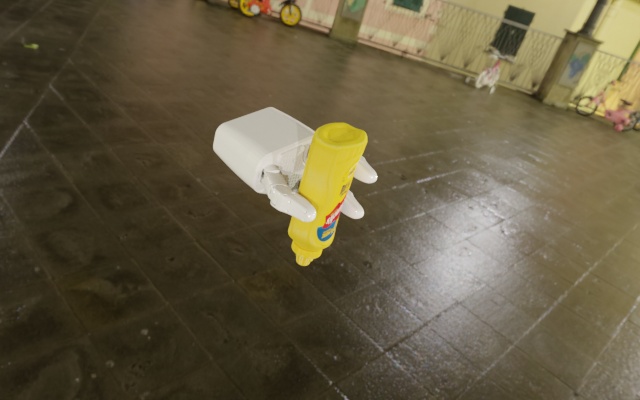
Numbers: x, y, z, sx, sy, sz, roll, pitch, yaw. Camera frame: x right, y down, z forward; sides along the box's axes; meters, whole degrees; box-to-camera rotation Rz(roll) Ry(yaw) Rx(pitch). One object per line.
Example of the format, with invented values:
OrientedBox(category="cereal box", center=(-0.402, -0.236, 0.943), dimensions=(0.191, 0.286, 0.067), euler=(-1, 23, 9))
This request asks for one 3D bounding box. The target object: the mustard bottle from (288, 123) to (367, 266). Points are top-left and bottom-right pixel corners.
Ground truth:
OrientedBox(category="mustard bottle", center=(0.000, 0.002, 0.602), dimensions=(0.058, 0.192, 0.096), euler=(25, 28, 13))
